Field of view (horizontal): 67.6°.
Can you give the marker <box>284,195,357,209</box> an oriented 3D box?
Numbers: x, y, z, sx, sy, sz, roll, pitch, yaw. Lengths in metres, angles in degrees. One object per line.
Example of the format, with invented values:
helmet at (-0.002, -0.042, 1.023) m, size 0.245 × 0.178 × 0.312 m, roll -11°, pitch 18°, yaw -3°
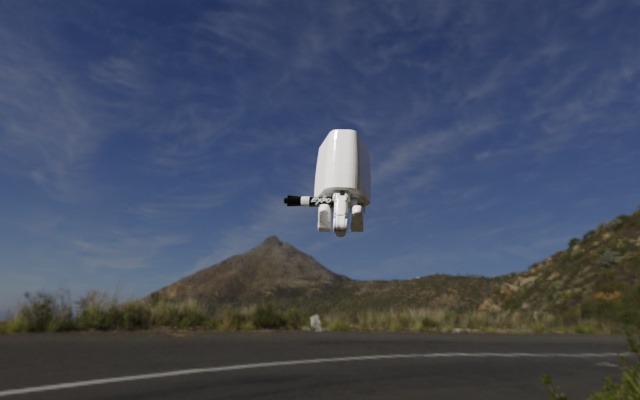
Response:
marker at (0.000, 0.003, 0.789) m, size 0.121 × 0.020 × 0.020 m, roll 2°, pitch 0°, yaw 3°
